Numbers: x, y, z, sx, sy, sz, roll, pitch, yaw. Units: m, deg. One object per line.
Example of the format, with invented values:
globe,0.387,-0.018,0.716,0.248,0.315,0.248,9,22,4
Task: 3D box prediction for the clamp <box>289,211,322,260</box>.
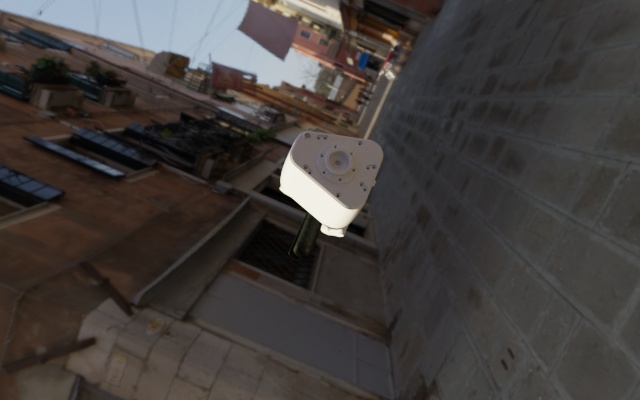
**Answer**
clamp,0.000,0.002,0.745,0.036,0.210,0.164,24,-17,-4
